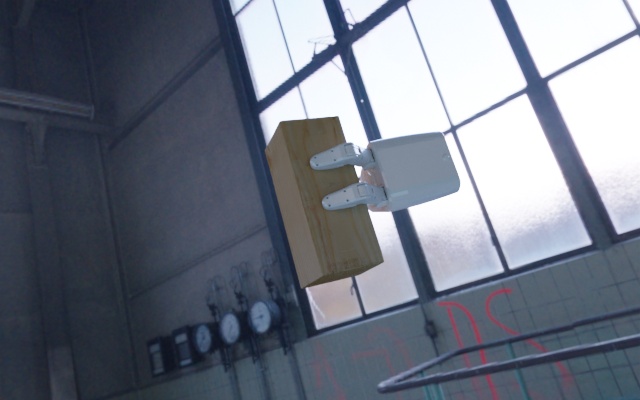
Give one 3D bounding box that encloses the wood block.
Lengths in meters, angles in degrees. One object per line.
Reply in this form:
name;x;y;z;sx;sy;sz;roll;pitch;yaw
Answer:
wood block;0.000;0.002;0.641;0.090;0.206;0.091;-10;-17;-22
